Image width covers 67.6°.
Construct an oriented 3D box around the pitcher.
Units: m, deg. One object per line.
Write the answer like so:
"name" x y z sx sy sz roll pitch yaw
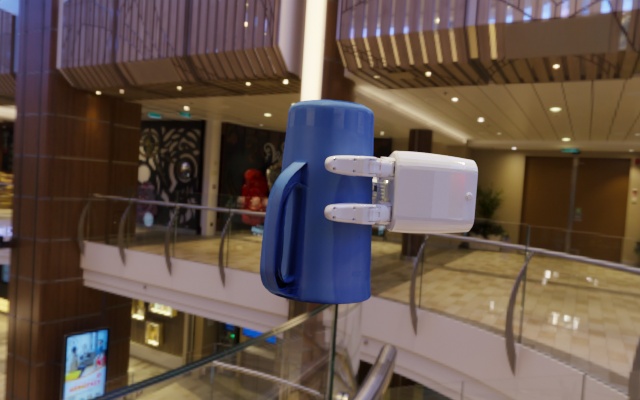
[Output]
"pitcher" 0.000 0.002 0.596 0.145 0.243 0.149 3 2 -9
